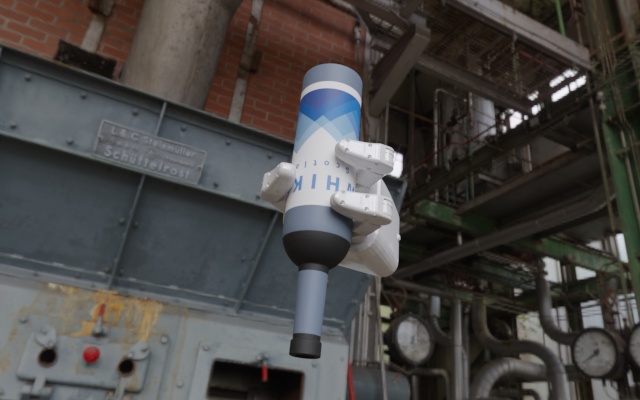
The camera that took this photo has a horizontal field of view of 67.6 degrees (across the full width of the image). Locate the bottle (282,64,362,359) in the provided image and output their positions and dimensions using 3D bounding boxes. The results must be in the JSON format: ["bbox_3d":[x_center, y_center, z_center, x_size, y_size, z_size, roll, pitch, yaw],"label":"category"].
[{"bbox_3d":[0.000,0.001,0.471,0.069,0.295,0.069,5,-25,2],"label":"bottle"}]
